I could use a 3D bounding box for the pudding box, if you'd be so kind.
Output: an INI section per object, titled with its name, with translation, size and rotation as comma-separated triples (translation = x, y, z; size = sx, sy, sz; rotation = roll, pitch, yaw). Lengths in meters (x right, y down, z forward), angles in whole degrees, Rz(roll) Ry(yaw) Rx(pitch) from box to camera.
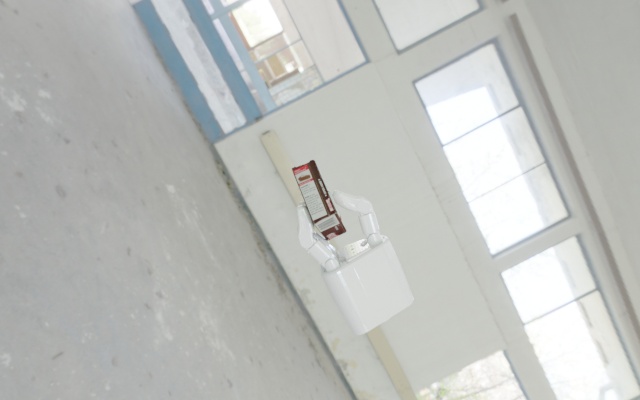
[pudding box]
translation = 0.000, 0.002, 0.700
size = 0.039, 0.090, 0.113
rotation = -24, -19, 1
